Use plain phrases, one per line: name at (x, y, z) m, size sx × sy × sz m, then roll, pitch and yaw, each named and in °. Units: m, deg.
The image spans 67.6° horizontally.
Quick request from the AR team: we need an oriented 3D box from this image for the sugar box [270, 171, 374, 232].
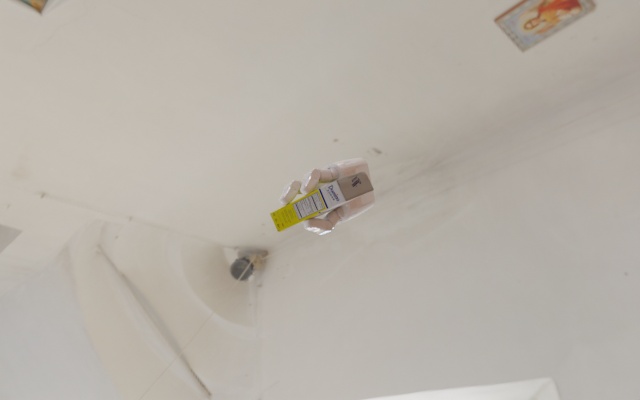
sugar box at (0.000, 0.002, 0.865) m, size 0.176 × 0.048 × 0.093 m, roll -29°, pitch -5°, yaw 38°
